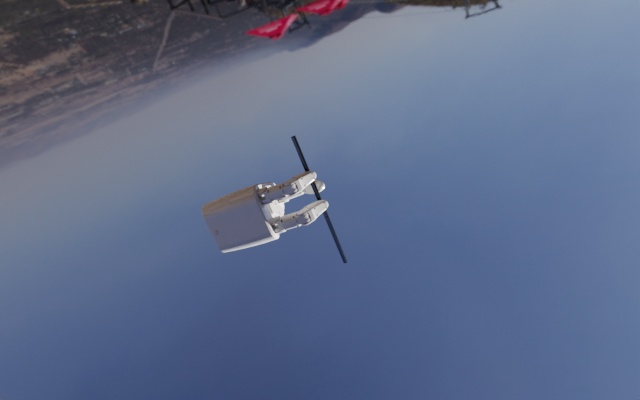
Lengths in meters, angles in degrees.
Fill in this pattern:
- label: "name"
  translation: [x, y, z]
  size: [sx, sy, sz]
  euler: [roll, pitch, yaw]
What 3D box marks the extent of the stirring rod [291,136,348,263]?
- label: "stirring rod"
  translation: [0.000, 0.003, 0.807]
  size: [0.011, 0.239, 0.011]
  euler: [-21, 17, 7]
